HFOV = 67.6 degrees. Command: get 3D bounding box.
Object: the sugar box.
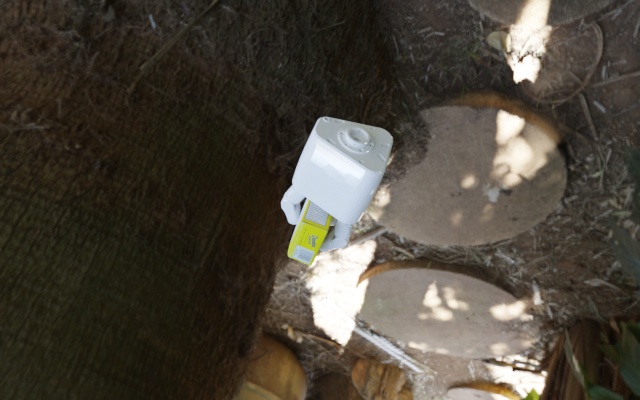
[{"bbox_3d":[0.001,0.003,0.736,0.048,0.176,0.093,22,-42,-1],"label":"sugar box"}]
